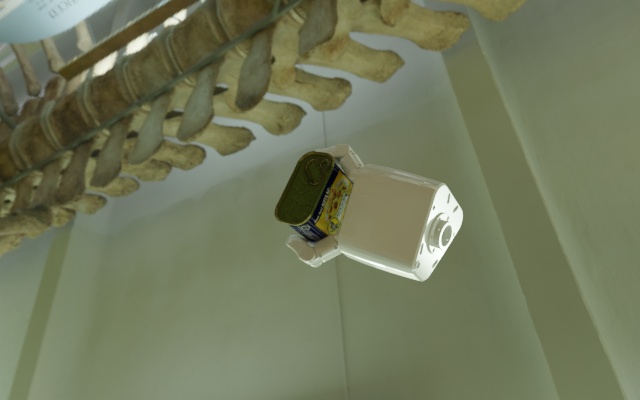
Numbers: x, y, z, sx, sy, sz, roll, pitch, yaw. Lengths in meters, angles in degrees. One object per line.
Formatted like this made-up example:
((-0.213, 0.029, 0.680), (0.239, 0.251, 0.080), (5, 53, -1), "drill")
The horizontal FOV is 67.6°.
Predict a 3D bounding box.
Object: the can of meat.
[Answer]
((0.000, 0.002, 0.616), (0.057, 0.102, 0.084), (11, -21, 38), "can of meat")
